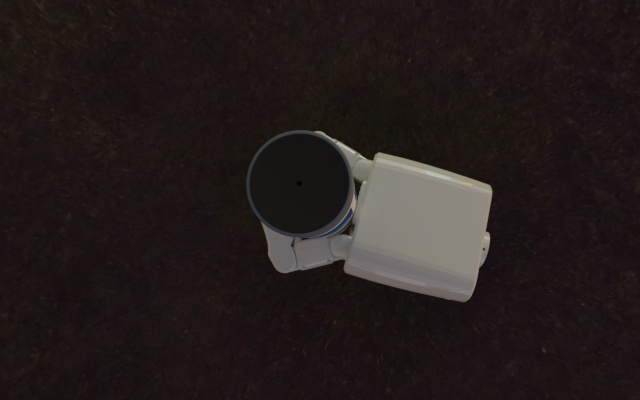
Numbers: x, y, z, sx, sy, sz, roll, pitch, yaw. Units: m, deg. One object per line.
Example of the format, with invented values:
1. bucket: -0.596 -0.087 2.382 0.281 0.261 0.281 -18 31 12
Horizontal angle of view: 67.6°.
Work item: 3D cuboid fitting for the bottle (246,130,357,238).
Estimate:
1. bottle: 0.000 0.001 0.438 0.069 0.069 0.296 0 -5 5
